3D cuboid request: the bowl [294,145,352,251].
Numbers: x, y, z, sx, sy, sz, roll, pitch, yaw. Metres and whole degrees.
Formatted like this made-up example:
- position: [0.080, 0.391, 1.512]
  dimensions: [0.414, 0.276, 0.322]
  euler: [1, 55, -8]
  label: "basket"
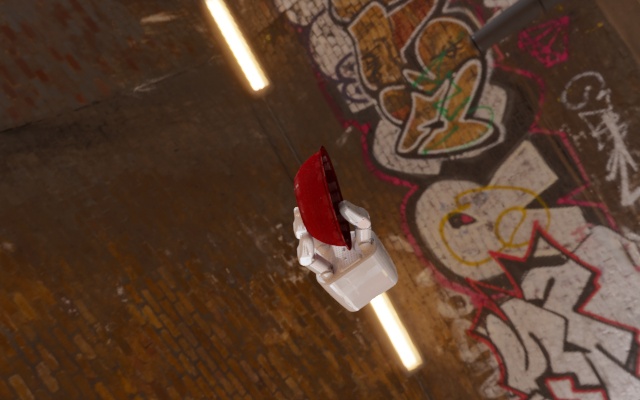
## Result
- position: [-0.001, 0.001, 0.714]
  dimensions: [0.055, 0.162, 0.162]
  euler: [-15, -2, 8]
  label: "bowl"
